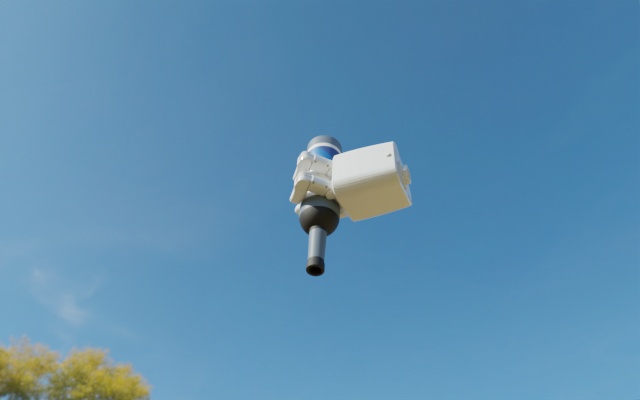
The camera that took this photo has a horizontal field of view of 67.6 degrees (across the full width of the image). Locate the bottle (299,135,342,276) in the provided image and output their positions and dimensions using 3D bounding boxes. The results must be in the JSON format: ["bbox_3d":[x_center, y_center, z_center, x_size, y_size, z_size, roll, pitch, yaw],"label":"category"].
[{"bbox_3d":[0.000,0.002,0.801,0.069,0.069,0.295,0,43,4],"label":"bottle"}]
